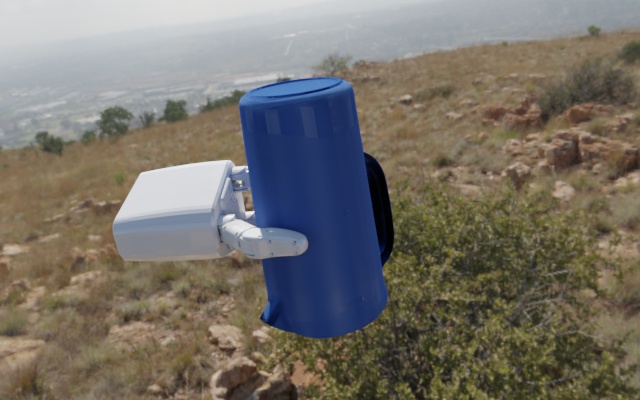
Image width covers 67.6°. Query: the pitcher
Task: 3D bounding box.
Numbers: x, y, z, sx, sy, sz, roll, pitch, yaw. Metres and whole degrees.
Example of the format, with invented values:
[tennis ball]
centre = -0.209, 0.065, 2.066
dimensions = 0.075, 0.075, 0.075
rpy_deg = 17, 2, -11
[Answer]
[pitcher]
centre = 0.000, 0.002, 0.493
dimensions = 0.145, 0.243, 0.149
rpy_deg = -5, 22, 8
